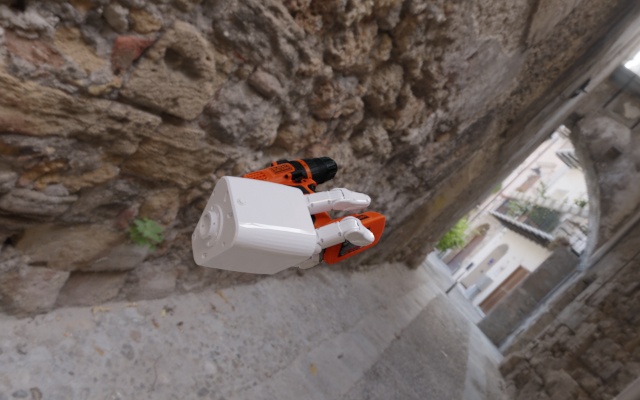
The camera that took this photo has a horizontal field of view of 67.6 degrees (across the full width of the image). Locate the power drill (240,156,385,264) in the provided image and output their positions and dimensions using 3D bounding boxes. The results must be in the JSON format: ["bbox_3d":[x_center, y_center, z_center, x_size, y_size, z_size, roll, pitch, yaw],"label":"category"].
[{"bbox_3d":[0.000,0.003,0.686,0.184,0.057,0.187,-20,44,-39],"label":"power drill"}]
